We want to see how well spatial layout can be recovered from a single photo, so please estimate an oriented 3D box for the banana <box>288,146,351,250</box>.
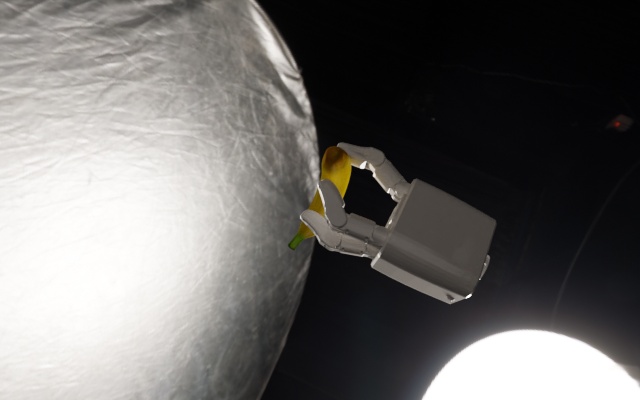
[{"bbox_3d":[0.008,-0.007,0.604,0.037,0.198,0.069,30,48,8],"label":"banana"}]
